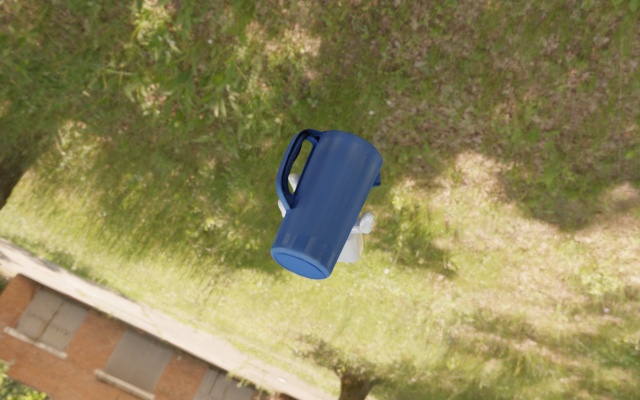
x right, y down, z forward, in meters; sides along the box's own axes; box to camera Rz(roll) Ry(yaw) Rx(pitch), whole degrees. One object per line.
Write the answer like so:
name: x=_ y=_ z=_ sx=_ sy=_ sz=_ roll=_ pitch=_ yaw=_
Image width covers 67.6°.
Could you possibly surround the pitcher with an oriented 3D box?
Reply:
pitcher: x=0.000 y=0.003 z=0.825 sx=0.149 sy=0.242 sz=0.145 roll=15 pitch=-26 yaw=18
